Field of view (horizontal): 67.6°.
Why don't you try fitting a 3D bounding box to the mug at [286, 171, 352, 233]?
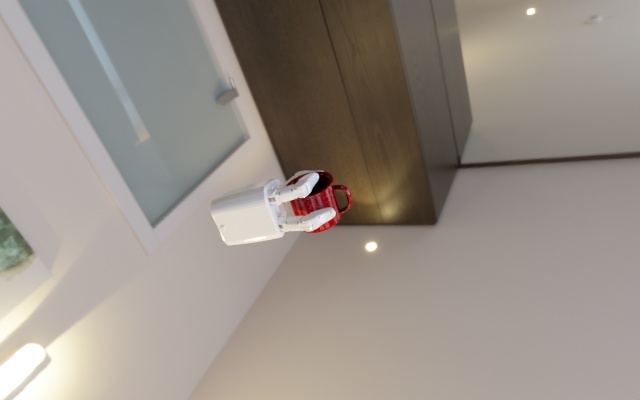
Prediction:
[{"bbox_3d":[0.002,0.003,0.863,0.117,0.081,0.093,-10,30,14],"label":"mug"}]
